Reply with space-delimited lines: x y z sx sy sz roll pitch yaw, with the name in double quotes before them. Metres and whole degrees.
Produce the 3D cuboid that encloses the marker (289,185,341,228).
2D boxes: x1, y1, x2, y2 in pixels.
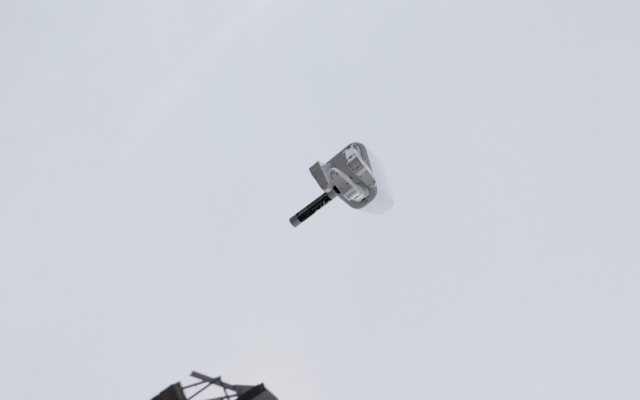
"marker" 0.000 0.003 0.771 0.121 0.020 0.020 -37 -12 16
